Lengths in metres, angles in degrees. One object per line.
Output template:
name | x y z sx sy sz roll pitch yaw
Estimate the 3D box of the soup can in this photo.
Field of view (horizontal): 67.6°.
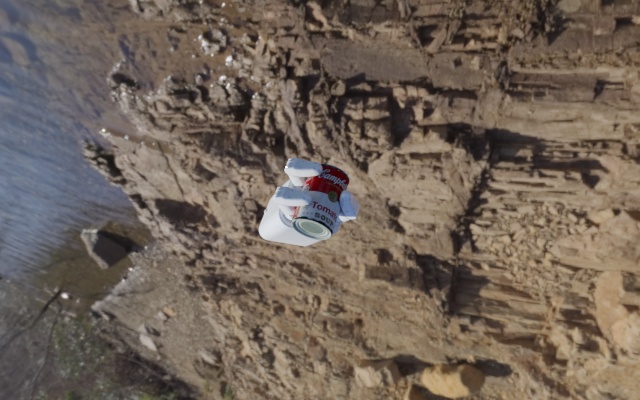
soup can | 0.000 0.003 0.752 0.068 0.102 0.068 15 -28 8
